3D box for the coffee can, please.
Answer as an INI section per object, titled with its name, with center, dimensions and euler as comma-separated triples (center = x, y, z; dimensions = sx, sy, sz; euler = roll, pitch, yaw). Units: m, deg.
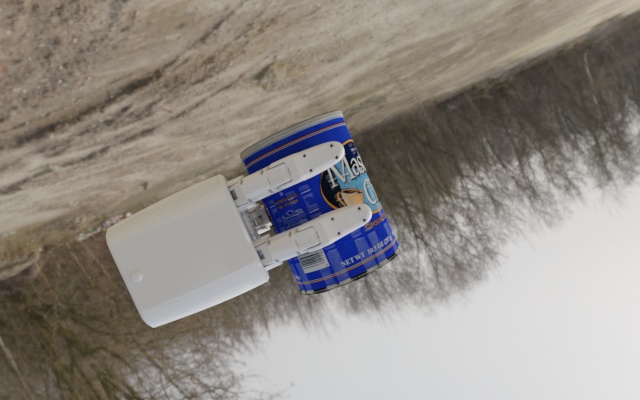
[coffee can]
center = 0.000, 0.001, 0.445
dimensions = 0.103, 0.140, 0.103
euler = -24, 3, 1
